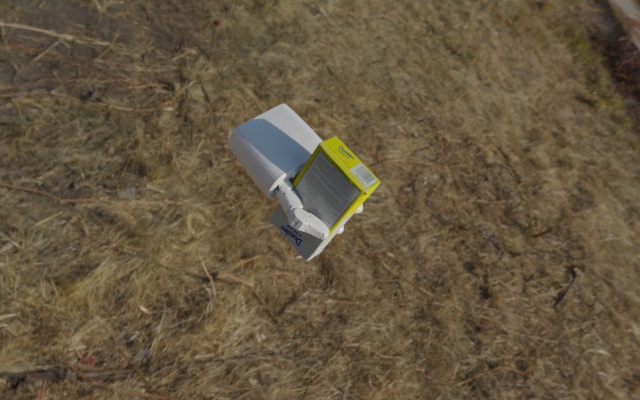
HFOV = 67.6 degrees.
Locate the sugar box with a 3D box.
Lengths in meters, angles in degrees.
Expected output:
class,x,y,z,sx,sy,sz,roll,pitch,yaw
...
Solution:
class,x,y,z,sx,sy,sz,roll,pitch,yaw
sugar box,0.000,0.002,0.688,0.048,0.093,0.176,-32,-15,-44
